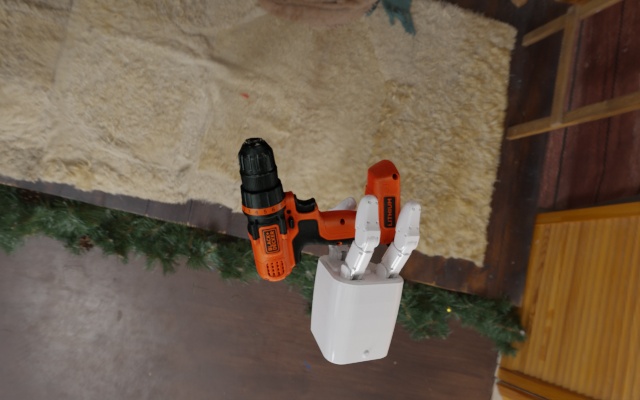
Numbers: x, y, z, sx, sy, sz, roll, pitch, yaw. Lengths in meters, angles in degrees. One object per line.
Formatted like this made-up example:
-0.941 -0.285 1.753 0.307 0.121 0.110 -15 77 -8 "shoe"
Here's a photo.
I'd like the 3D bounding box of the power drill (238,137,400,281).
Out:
0.001 0.002 0.577 0.187 0.184 0.057 -9 29 -7 "power drill"
